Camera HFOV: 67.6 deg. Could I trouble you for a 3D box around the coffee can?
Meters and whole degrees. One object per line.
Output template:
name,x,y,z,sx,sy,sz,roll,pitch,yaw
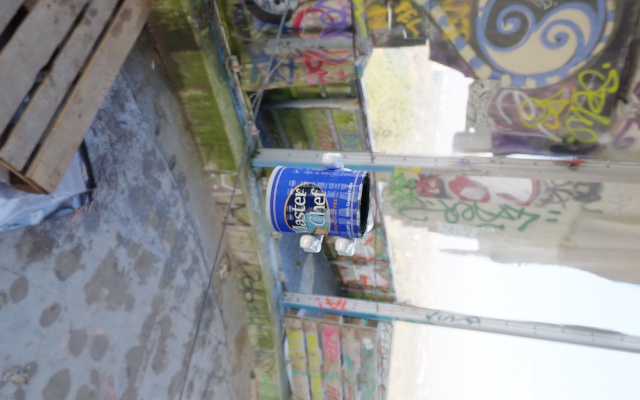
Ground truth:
coffee can,0.000,0.002,0.726,0.140,0.103,0.103,4,1,15
